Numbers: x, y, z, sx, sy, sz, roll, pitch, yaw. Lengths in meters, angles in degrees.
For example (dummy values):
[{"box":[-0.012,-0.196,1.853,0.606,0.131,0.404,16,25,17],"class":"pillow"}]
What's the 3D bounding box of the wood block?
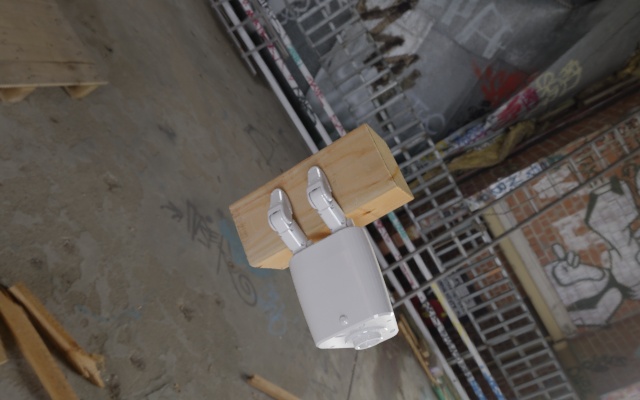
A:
[{"box":[0.000,0.002,0.610,0.206,0.090,0.091,-30,-20,17],"class":"wood block"}]
